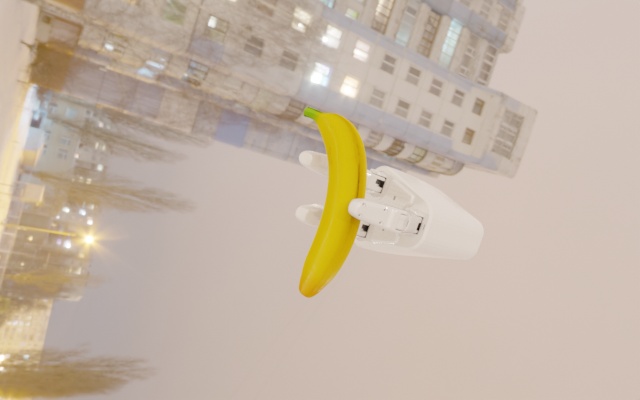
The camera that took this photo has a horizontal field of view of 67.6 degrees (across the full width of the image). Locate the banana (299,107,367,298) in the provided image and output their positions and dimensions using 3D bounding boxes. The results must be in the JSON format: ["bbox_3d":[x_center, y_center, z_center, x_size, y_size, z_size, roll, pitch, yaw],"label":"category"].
[{"bbox_3d":[0.014,-0.004,0.469,0.069,0.197,0.037,-11,-20,42],"label":"banana"}]
